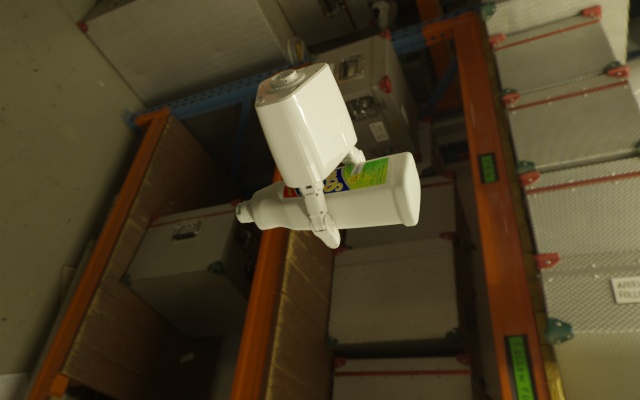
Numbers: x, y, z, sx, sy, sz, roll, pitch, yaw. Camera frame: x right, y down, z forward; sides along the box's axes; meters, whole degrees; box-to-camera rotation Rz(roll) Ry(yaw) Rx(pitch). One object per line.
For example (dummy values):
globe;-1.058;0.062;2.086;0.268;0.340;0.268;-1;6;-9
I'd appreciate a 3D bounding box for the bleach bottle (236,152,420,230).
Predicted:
bleach bottle;0.000;0.002;0.631;0.251;0.068;0.102;-10;31;21
